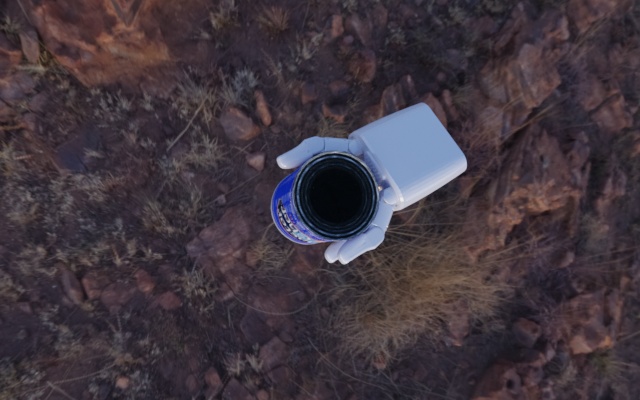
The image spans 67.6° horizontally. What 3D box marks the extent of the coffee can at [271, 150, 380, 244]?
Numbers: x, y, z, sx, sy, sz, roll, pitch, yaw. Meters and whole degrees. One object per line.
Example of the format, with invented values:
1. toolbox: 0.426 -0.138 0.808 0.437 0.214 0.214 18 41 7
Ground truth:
1. coffee can: 0.000 0.002 0.596 0.103 0.103 0.140 0 -6 -16
